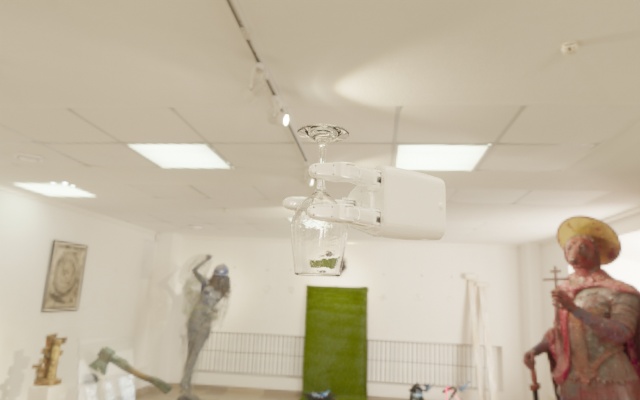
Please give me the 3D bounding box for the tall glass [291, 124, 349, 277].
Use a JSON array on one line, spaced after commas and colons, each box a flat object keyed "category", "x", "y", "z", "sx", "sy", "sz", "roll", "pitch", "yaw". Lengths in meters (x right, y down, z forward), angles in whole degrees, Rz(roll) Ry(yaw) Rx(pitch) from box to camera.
[{"category": "tall glass", "x": 0.000, "y": 0.001, "z": 0.656, "sx": 0.079, "sy": 0.201, "sz": 0.079, "roll": 3, "pitch": -11, "yaw": 1}]
